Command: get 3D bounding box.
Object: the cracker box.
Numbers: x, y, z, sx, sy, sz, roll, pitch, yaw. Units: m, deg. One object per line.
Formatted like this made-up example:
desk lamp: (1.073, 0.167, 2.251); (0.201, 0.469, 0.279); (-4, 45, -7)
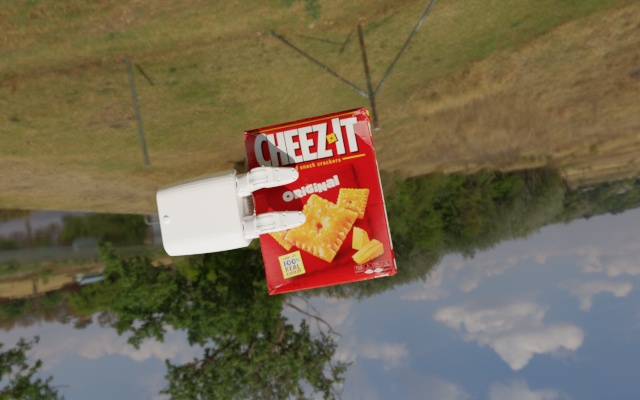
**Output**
cracker box: (0.000, 0.002, 0.621); (0.164, 0.213, 0.072); (-10, -4, 7)
